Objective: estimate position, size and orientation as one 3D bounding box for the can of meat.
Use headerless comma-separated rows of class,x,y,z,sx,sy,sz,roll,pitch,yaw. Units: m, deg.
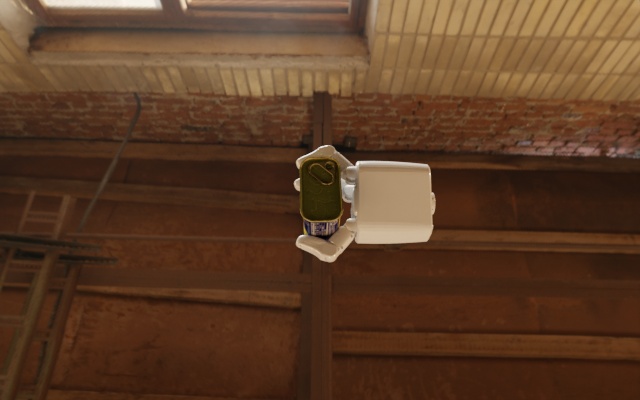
can of meat,0.000,0.002,0.684,0.057,0.102,0.084,-2,-28,-1
